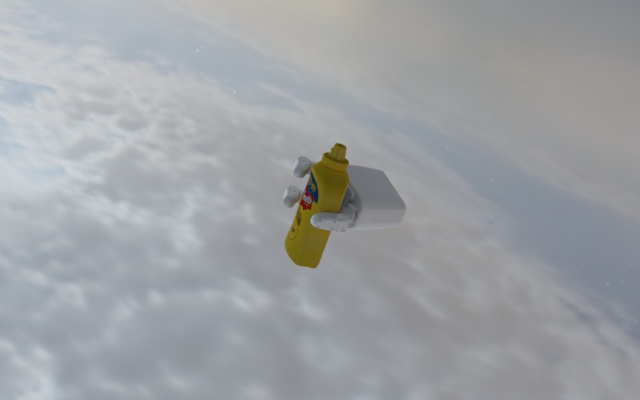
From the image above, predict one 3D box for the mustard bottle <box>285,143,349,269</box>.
[{"bbox_3d":[0.000,0.003,0.734,0.058,0.192,0.096,14,23,-16],"label":"mustard bottle"}]
